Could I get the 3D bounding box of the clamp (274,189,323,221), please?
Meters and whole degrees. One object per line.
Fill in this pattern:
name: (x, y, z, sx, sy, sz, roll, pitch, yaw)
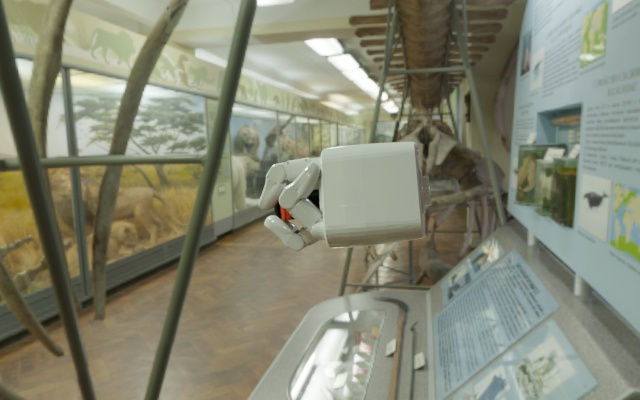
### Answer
clamp: (0.000, 0.001, 0.631, 0.120, 0.039, 0.171, -11, 4, 14)
